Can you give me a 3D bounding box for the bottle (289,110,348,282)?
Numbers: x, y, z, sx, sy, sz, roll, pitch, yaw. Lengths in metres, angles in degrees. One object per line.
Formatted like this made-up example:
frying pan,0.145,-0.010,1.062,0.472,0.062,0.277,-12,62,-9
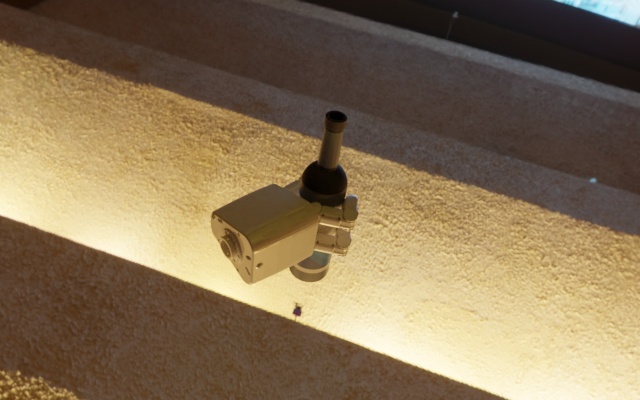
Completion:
bottle,0.000,0.002,0.693,0.069,0.296,0.069,6,42,-5
